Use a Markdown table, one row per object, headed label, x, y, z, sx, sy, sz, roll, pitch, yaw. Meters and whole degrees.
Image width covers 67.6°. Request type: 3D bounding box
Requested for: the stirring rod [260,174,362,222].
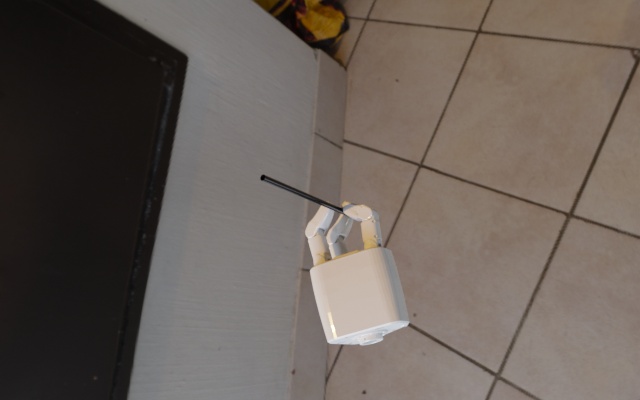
| label | x | y | z | sx | sy | sz | roll | pitch | yaw |
| --- | --- | --- | --- | --- | --- | --- | --- | --- | --- |
| stirring rod | 0.000 | 0.002 | 0.668 | 0.011 | 0.011 | 0.239 | 0 | -14 | 37 |
